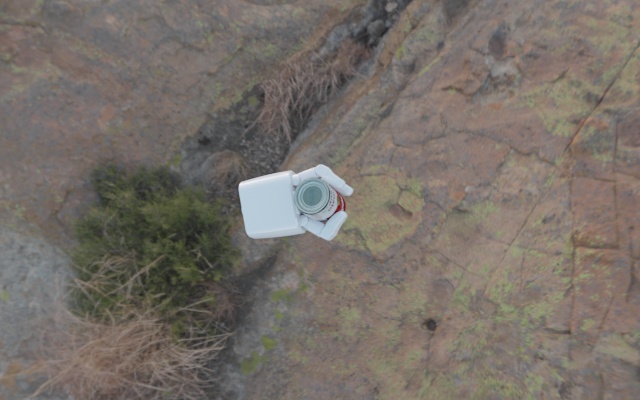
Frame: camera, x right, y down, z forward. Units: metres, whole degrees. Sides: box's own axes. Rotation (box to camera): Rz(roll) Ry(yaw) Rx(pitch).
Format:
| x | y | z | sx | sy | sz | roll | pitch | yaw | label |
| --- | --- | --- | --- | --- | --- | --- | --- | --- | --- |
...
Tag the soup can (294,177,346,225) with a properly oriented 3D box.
| x | y | z | sx | sy | sz | roll | pitch | yaw | label |
| --- | --- | --- | --- | --- | --- | --- | --- | --- | --- |
| 0.001 | 0.003 | 0.863 | 0.068 | 0.068 | 0.102 | 0 | -13 | 19 | soup can |
